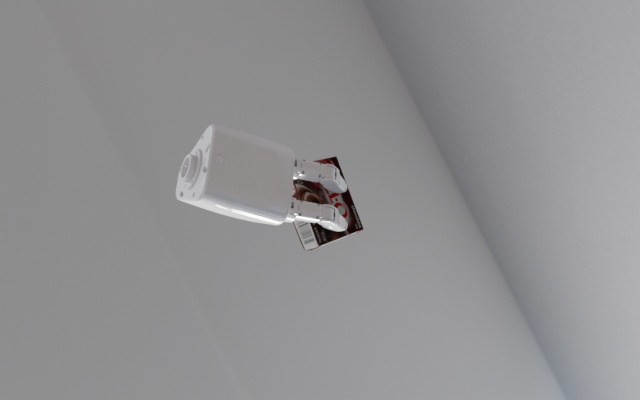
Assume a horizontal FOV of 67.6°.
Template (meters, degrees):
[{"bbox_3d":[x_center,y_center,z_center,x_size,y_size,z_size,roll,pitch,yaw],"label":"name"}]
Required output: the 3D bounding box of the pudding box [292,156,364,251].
[{"bbox_3d":[0.000,0.002,0.646,0.090,0.113,0.039,-17,-3,-42],"label":"pudding box"}]
